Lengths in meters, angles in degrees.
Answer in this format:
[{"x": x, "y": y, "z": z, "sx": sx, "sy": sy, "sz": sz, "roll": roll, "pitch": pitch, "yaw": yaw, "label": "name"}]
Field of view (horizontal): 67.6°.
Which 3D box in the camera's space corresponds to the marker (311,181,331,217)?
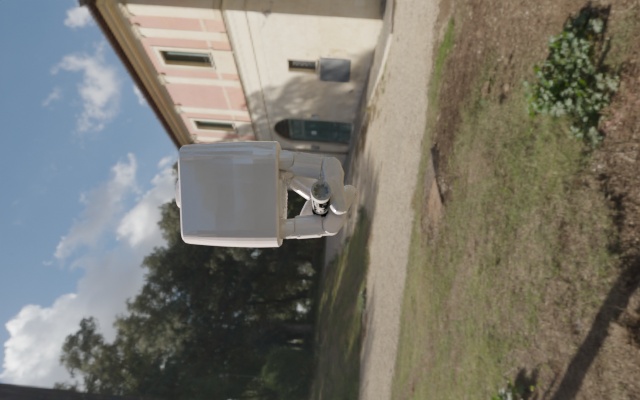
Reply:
[{"x": 0.000, "y": 0.002, "z": 0.486, "sx": 0.020, "sy": 0.020, "sz": 0.121, "roll": 0, "pitch": -10, "yaw": 0, "label": "marker"}]
